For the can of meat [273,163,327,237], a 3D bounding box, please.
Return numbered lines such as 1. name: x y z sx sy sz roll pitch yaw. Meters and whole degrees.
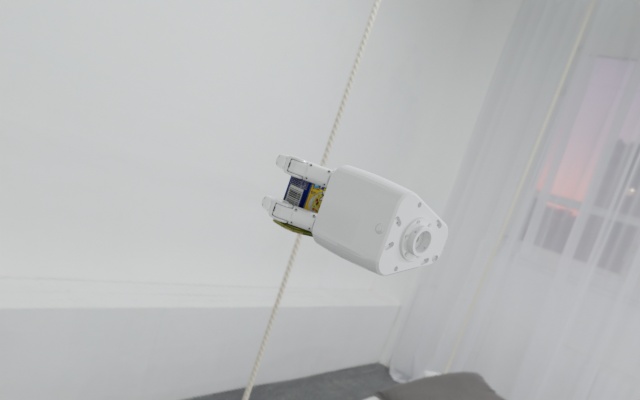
1. can of meat: 0.000 0.002 0.615 0.102 0.084 0.057 15 7 -39
